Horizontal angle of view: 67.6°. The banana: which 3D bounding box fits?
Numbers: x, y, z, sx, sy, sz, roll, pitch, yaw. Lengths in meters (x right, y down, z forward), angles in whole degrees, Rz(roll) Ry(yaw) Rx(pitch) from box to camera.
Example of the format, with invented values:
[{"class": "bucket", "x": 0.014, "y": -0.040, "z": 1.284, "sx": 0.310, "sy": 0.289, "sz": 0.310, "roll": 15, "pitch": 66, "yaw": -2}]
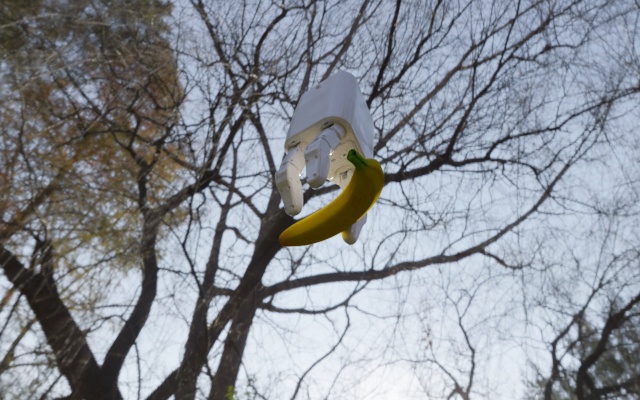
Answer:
[{"class": "banana", "x": 0.018, "y": 0.006, "z": 0.543, "sx": 0.069, "sy": 0.037, "sz": 0.198, "roll": 19, "pitch": -40, "yaw": -18}]
